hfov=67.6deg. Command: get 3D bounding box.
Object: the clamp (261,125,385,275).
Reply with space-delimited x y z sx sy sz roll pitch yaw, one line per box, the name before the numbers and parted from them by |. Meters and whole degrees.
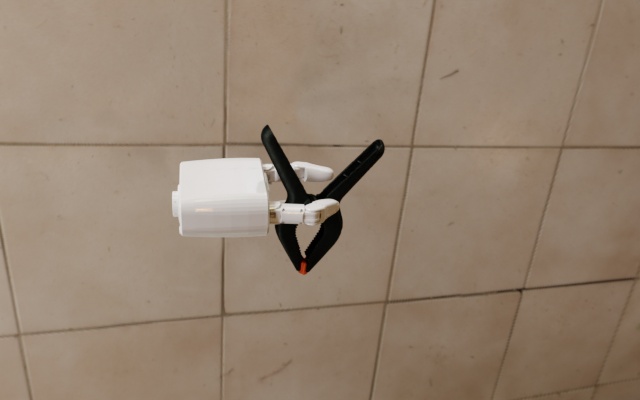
clamp | 0.000 0.003 0.647 0.164 0.210 0.036 -1 22 -12
